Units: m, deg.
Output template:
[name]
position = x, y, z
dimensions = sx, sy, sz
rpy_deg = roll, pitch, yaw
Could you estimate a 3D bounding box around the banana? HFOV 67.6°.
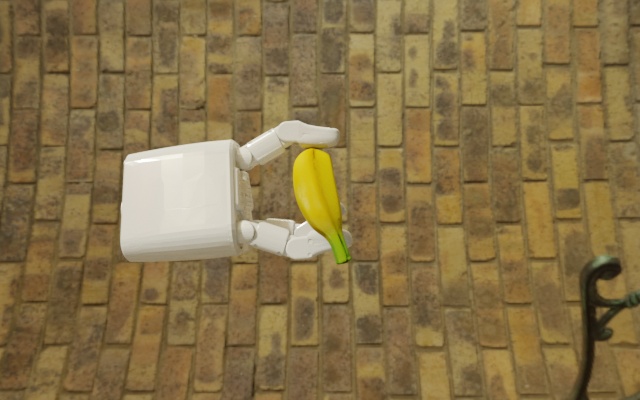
[banana]
position = -0.003, -0.014, 0.444
dimensions = 0.037, 0.070, 0.197
rpy_deg = -11, 22, 2
